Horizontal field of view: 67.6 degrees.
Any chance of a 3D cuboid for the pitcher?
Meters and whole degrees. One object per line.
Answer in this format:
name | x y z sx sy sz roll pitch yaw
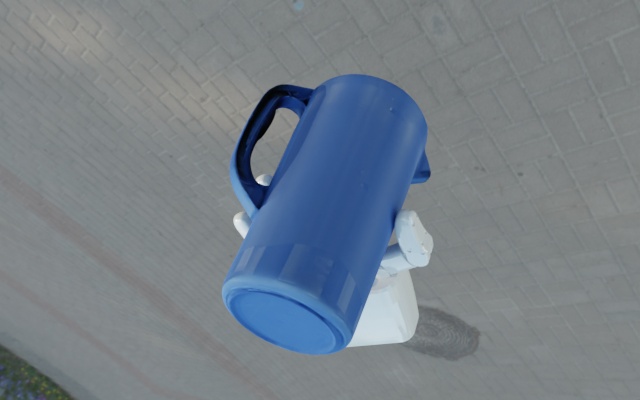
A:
pitcher | 0.000 0.002 0.433 0.149 0.242 0.145 1 -43 27
